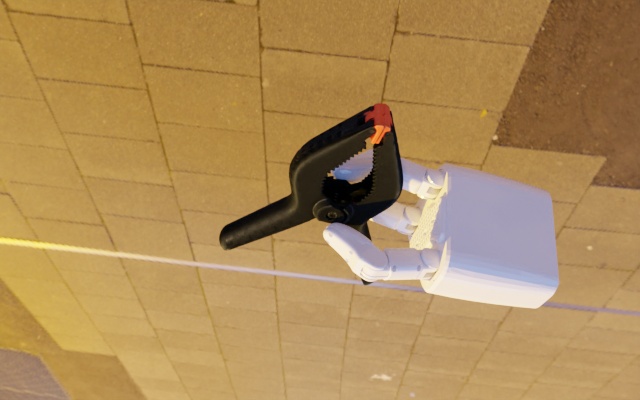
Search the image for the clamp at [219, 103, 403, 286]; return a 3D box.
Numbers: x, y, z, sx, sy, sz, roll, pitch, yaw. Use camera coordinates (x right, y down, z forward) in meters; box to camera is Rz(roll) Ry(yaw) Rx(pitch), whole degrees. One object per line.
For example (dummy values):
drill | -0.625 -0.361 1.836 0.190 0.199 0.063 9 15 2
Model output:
clamp | 0.000 0.002 0.414 0.164 0.036 0.210 10 -42 -8
